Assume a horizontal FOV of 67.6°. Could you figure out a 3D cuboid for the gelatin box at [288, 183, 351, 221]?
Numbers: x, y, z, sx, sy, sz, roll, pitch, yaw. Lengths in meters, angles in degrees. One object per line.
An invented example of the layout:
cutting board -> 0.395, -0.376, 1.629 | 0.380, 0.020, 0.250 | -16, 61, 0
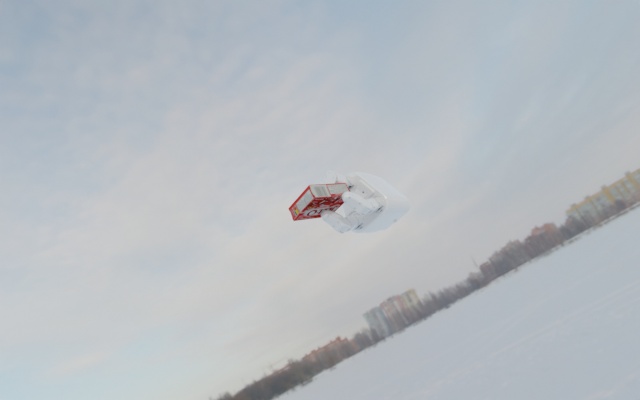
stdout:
gelatin box -> 0.000, 0.002, 0.831 | 0.089, 0.030, 0.073 | -4, -30, -41
